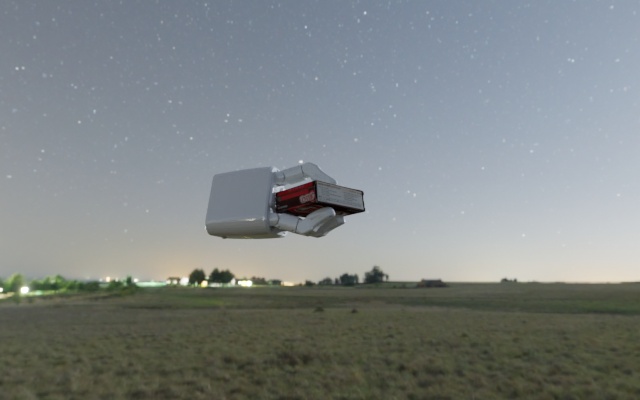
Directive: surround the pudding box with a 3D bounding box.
[{"bbox_3d":[0.000,0.002,0.742,0.090,0.039,0.113,-14,-15,43],"label":"pudding box"}]
